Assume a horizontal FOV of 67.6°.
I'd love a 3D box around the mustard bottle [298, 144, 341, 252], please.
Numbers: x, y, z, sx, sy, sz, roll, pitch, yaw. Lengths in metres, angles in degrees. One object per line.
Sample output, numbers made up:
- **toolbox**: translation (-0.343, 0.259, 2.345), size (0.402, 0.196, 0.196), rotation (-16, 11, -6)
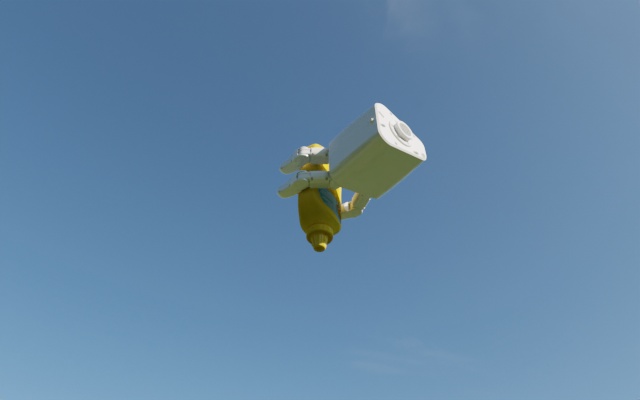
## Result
- **mustard bottle**: translation (0.000, 0.002, 0.769), size (0.058, 0.191, 0.096), rotation (-19, -47, 19)
